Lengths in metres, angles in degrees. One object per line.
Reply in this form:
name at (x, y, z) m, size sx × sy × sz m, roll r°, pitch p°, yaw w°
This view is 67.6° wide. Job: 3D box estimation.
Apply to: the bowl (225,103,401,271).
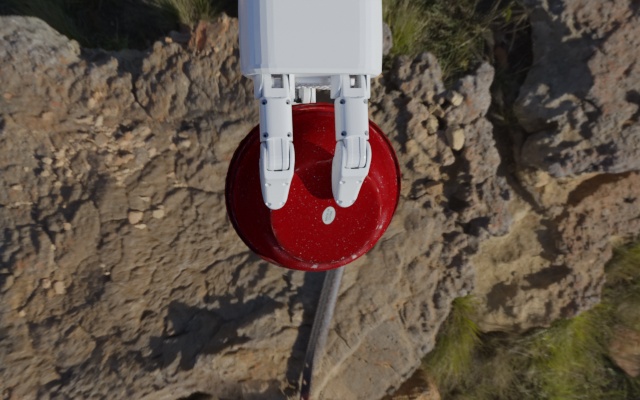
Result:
bowl at (0.000, 0.003, 0.409) m, size 0.162 × 0.162 × 0.055 m, roll 0°, pitch 21°, yaw -11°
